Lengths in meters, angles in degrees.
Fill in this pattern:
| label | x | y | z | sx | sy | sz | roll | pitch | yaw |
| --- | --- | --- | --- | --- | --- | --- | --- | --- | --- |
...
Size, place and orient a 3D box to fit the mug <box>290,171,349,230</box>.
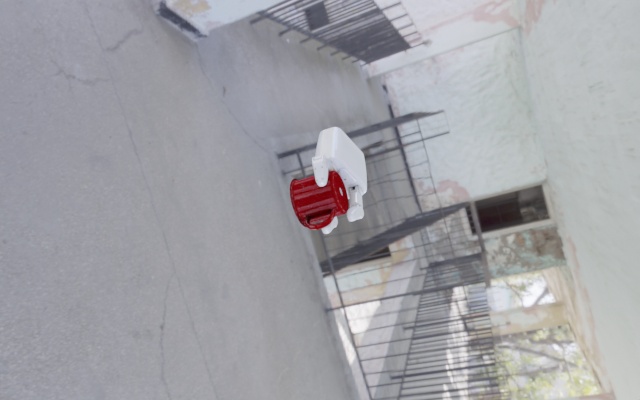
| label | x | y | z | sx | sy | sz | roll | pitch | yaw |
| --- | --- | --- | --- | --- | --- | --- | --- | --- | --- |
| mug | 0.000 | 0.004 | 0.856 | 0.081 | 0.117 | 0.093 | -16 | -48 | 18 |
